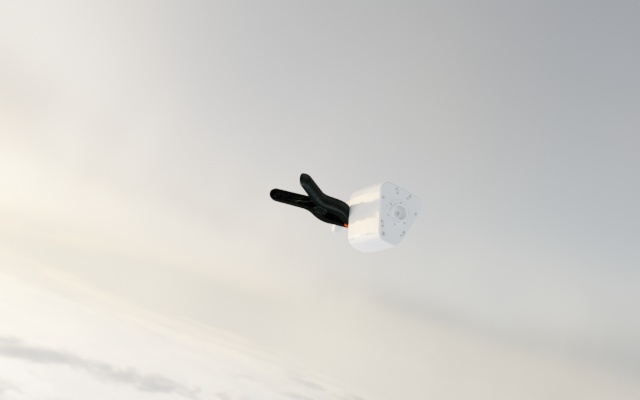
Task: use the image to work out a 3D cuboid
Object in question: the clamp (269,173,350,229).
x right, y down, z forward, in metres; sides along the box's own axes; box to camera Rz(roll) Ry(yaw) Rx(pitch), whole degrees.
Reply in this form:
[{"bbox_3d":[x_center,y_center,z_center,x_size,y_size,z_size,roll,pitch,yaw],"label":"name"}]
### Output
[{"bbox_3d":[0.000,0.004,0.892,0.171,0.039,0.120,23,-21,-19],"label":"clamp"}]
